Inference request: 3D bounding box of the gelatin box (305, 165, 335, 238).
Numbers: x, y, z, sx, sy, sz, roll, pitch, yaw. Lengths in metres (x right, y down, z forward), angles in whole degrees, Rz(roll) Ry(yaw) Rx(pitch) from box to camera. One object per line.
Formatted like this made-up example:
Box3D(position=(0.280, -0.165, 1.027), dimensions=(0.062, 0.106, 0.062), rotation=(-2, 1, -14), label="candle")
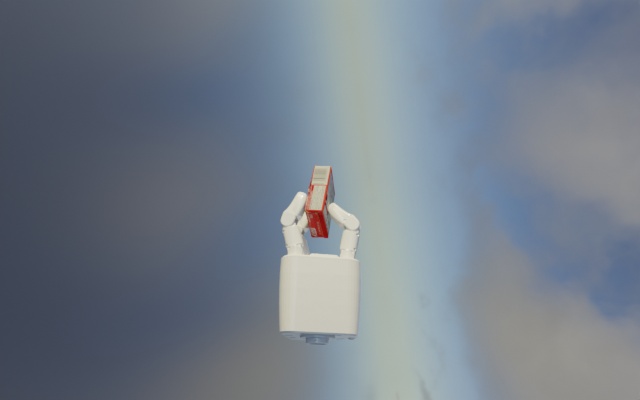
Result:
Box3D(position=(0.001, 0.002, 0.736), dimensions=(0.030, 0.089, 0.073), rotation=(4, -35, 11), label="gelatin box")
